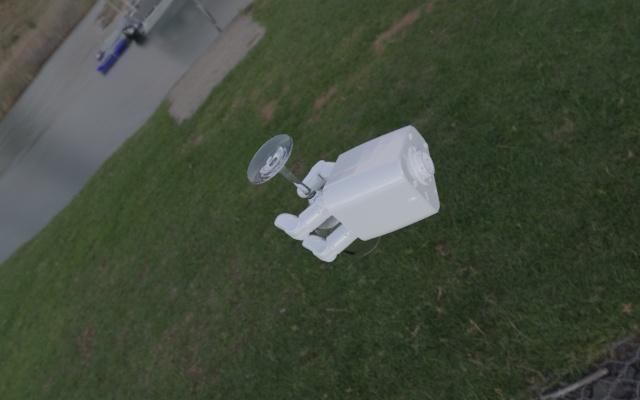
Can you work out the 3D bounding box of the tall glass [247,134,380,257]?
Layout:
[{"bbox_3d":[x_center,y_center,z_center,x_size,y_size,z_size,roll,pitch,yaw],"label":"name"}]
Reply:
[{"bbox_3d":[0.000,0.002,0.636,0.079,0.079,0.201,0,-33,48],"label":"tall glass"}]
